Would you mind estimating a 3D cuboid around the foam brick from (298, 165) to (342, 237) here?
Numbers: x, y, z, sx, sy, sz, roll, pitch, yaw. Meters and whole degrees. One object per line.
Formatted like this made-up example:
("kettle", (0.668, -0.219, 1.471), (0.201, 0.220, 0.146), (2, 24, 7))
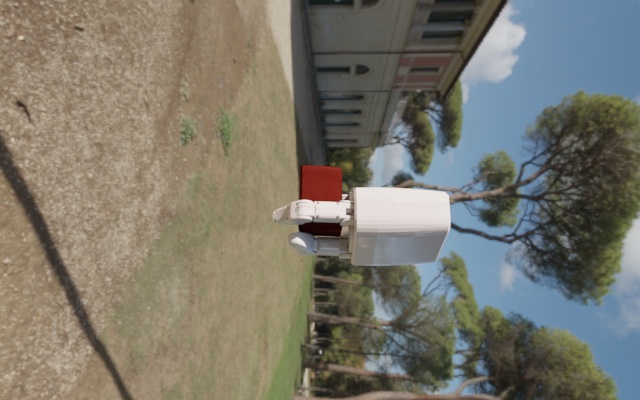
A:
("foam brick", (0.000, 0.002, 0.584), (0.051, 0.078, 0.053), (0, -15, 0))
